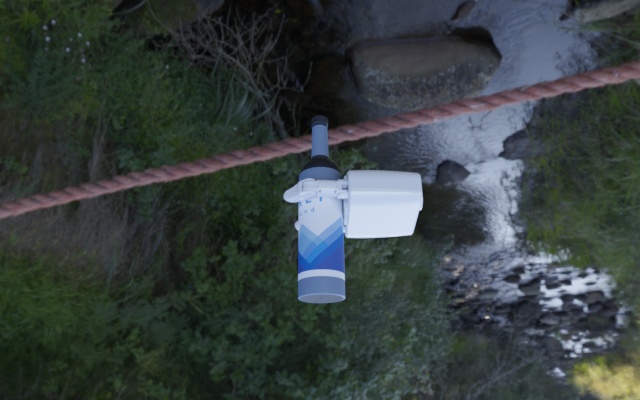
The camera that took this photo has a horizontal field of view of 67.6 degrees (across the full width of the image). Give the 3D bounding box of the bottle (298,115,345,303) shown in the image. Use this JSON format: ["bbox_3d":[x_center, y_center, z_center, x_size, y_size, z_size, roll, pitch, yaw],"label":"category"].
[{"bbox_3d":[0.000,0.003,0.726,0.069,0.295,0.069,-1,-23,0],"label":"bottle"}]
